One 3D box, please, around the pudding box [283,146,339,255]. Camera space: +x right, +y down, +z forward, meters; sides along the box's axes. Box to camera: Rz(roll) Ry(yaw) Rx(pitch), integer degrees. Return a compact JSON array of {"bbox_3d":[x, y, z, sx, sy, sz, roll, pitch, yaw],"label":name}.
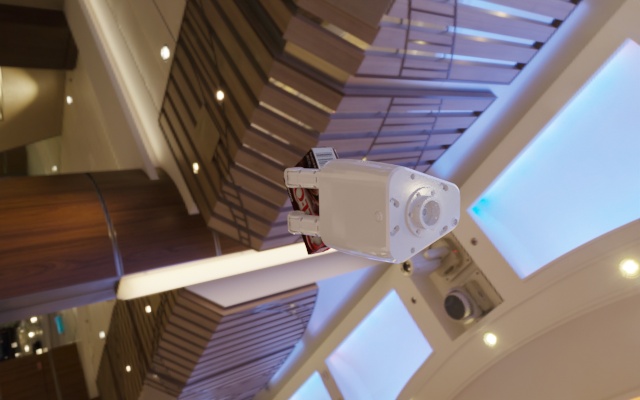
[{"bbox_3d":[0.000,0.002,0.597,0.039,0.113,0.090,-7,-19,-32],"label":"pudding box"}]
